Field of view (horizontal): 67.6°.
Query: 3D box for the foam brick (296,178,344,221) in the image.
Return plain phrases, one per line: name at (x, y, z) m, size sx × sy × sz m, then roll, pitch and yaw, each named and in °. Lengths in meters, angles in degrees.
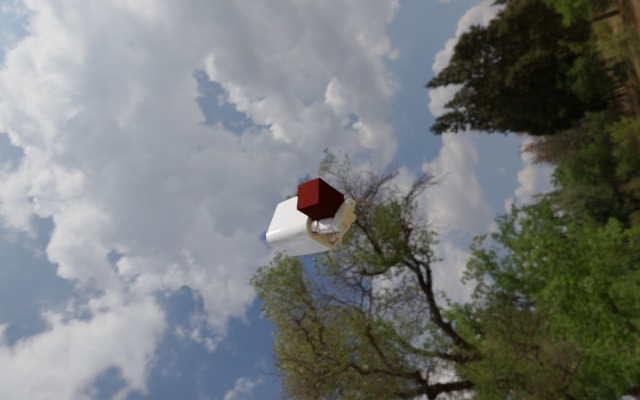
foam brick at (0.000, 0.003, 0.861) m, size 0.051 × 0.053 × 0.078 m, roll -15°, pitch -33°, yaw 33°
